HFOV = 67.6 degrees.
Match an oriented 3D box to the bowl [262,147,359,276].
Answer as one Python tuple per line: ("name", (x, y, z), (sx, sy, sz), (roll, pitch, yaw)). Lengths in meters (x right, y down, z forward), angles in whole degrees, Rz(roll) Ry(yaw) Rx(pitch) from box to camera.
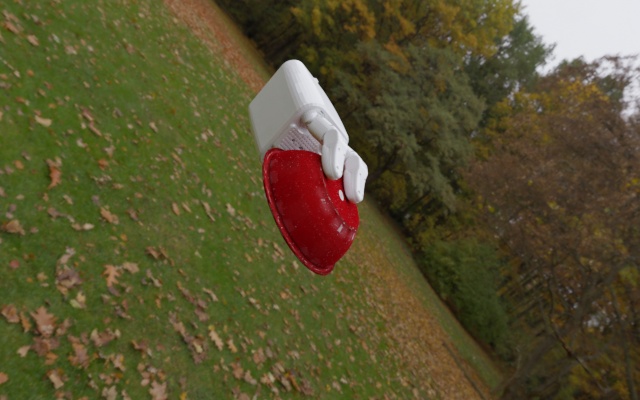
("bowl", (0.001, 0.003, 0.553), (0.055, 0.162, 0.162), (-24, -8, 19))
